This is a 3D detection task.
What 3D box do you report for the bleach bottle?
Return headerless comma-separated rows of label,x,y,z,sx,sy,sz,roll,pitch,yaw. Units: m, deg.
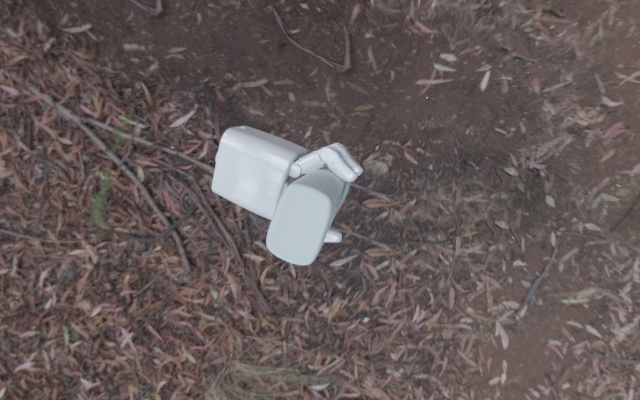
bleach bottle,0.000,0.002,0.681,0.068,0.102,0.250,22,16,7
